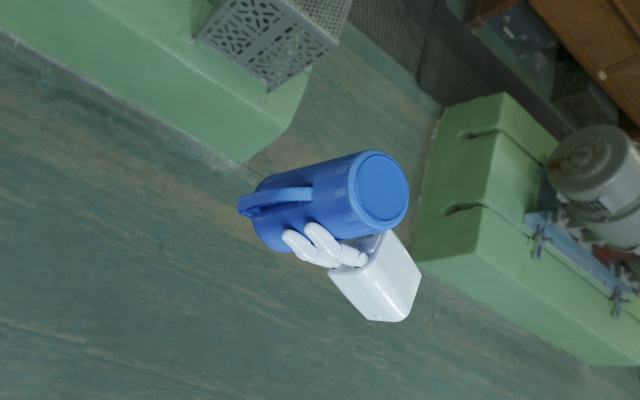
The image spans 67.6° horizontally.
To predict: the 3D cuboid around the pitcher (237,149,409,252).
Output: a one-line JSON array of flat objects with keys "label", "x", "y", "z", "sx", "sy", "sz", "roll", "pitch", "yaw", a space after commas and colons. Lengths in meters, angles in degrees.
[{"label": "pitcher", "x": 0.000, "y": 0.002, "z": 0.700, "sx": 0.243, "sy": 0.145, "sz": 0.149, "roll": -15, "pitch": 27, "yaw": 53}]
